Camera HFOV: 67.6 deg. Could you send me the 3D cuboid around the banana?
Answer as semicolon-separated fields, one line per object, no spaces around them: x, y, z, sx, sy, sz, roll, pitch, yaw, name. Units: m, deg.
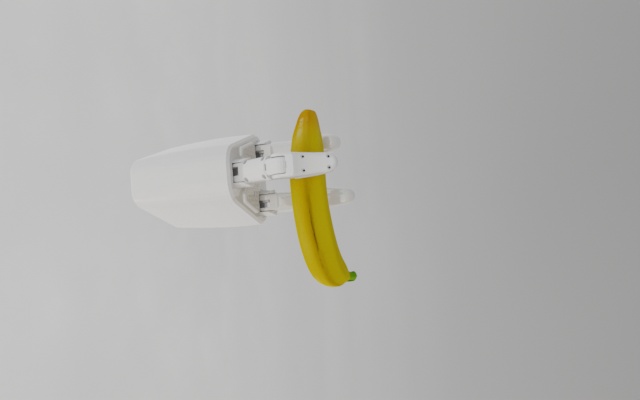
-0.003;0.012;0.476;0.037;0.198;0.069;-7;22;17;banana
